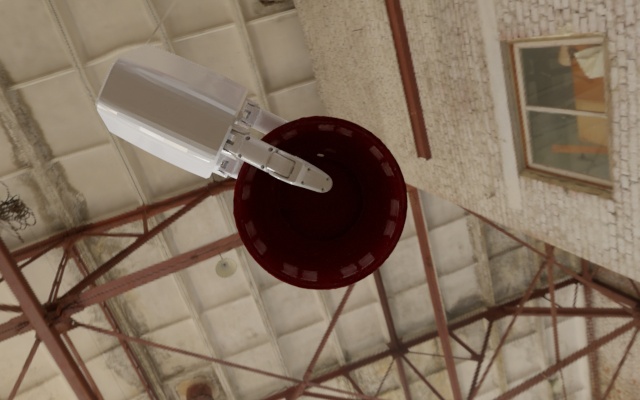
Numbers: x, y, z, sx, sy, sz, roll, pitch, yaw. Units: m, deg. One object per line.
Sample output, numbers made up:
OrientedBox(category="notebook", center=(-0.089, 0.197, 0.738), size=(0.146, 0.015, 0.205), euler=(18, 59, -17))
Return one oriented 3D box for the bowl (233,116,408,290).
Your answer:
OrientedBox(category="bowl", center=(0.001, 0.002, 0.465), size=(0.162, 0.162, 0.055), euler=(0, 5, 1))
